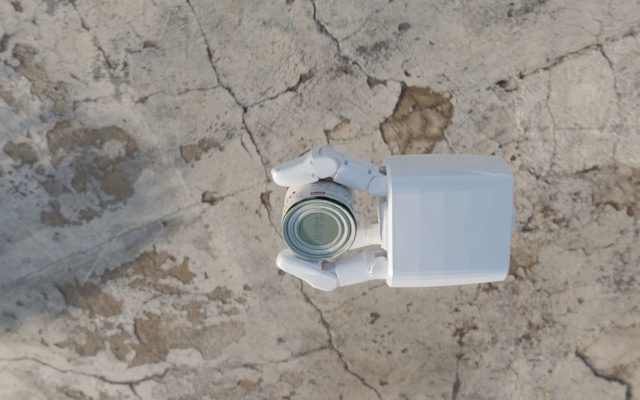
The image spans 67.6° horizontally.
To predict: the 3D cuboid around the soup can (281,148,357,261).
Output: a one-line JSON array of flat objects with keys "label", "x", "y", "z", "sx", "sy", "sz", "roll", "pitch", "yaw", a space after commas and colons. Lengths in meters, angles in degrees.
[{"label": "soup can", "x": 0.000, "y": 0.002, "z": 0.452, "sx": 0.068, "sy": 0.068, "sz": 0.102, "roll": 0, "pitch": 30, "yaw": 2}]
